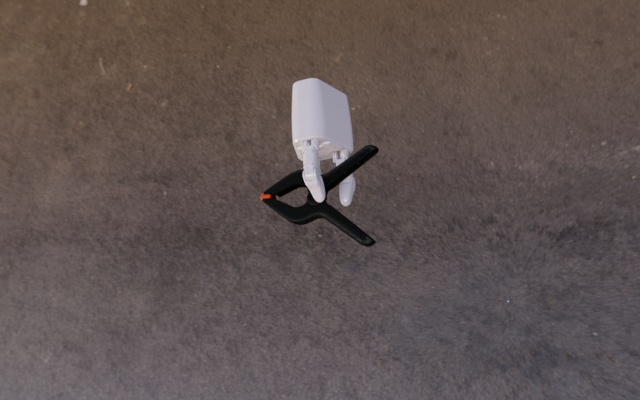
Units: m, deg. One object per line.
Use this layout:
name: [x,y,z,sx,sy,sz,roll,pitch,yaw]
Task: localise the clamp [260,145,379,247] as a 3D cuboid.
clamp: [-0.001,0.002,0.789,0.210,0.164,0.036,-9,-16,20]
